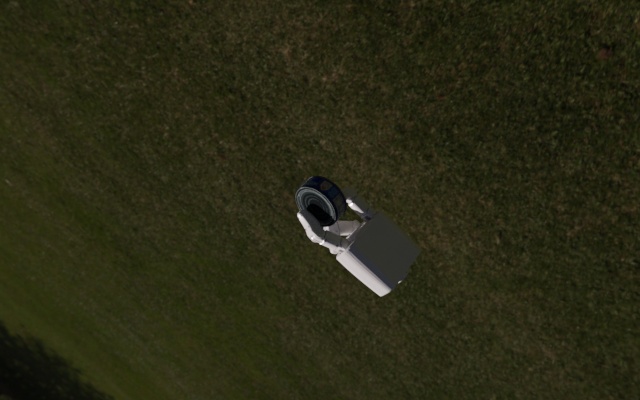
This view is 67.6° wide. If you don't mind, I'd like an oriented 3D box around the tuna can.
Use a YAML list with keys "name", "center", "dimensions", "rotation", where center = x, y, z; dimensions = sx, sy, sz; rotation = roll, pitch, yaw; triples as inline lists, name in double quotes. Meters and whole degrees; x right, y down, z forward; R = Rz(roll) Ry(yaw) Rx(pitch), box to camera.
- name: "tuna can"
  center: [0.000, 0.003, 0.809]
  dimensions: [0.086, 0.086, 0.033]
  rotation: [0, 35, 44]
